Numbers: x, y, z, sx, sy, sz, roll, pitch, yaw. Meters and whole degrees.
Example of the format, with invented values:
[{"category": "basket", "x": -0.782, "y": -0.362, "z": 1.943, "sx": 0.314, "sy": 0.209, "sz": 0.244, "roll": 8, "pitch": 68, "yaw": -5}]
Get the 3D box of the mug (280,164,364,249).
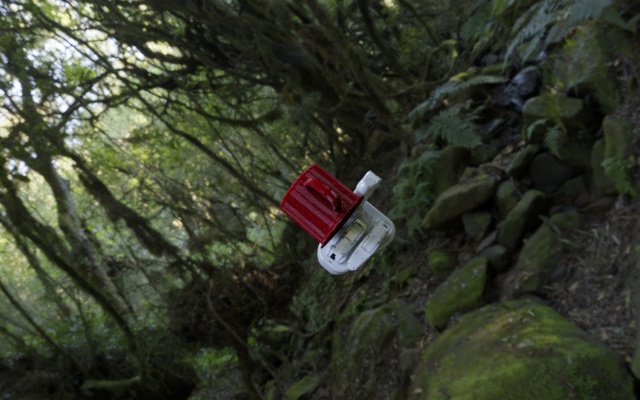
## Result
[{"category": "mug", "x": 0.000, "y": 0.002, "z": 0.640, "sx": 0.081, "sy": 0.093, "sz": 0.117, "roll": 39, "pitch": -12, "yaw": 7}]
